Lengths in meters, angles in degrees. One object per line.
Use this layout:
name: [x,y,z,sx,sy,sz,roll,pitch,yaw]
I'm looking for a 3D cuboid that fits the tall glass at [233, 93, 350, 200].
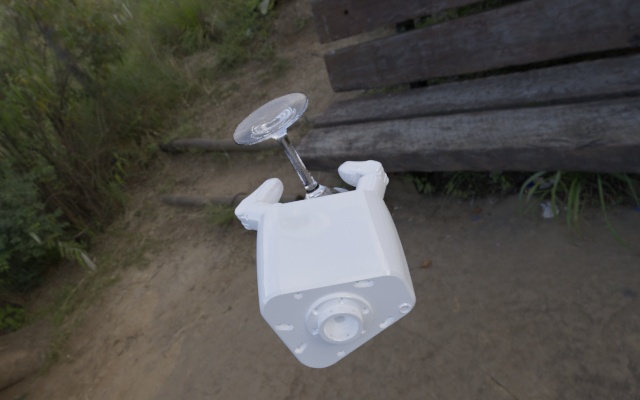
tall glass: [0.000,0.001,0.464,0.079,0.201,0.079,-22,32,15]
